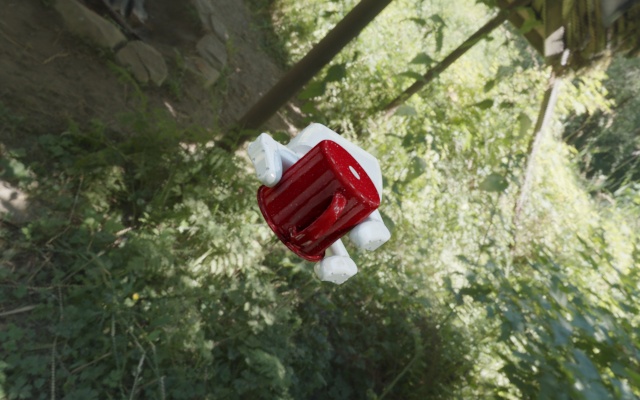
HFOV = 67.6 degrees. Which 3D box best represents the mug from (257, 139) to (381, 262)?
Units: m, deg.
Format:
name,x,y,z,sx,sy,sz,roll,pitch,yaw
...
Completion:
name,x,y,z,sx,sy,sz,roll,pitch,yaw
mug,0.000,0.002,0.437,0.081,0.093,0.117,-40,13,20
